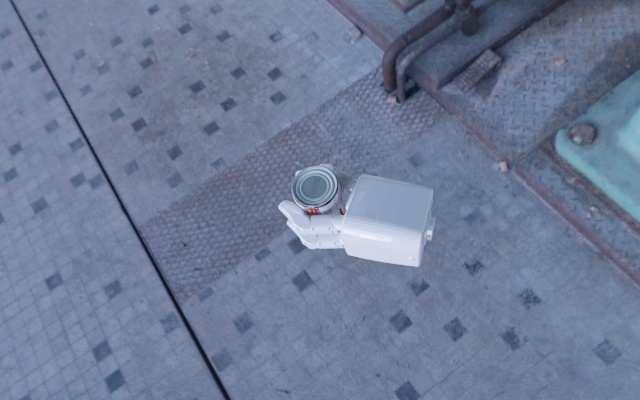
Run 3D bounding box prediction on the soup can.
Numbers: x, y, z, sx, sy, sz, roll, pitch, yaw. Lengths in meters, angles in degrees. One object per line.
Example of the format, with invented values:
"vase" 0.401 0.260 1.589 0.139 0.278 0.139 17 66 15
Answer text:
"soup can" 0.000 0.002 0.699 0.068 0.068 0.102 0 -26 11
